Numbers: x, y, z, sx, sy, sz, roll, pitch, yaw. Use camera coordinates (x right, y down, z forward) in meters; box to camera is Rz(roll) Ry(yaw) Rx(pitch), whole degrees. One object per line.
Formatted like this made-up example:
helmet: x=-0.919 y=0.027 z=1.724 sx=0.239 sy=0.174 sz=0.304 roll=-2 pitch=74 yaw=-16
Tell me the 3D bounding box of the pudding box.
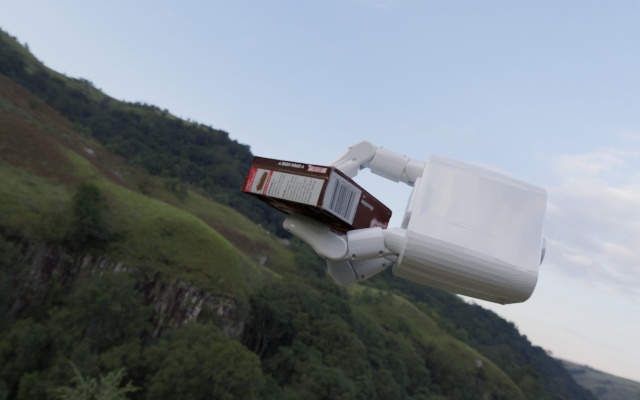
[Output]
pudding box: x=0.000 y=0.001 z=0.427 sx=0.090 sy=0.039 sz=0.113 roll=10 pitch=-15 yaw=36
